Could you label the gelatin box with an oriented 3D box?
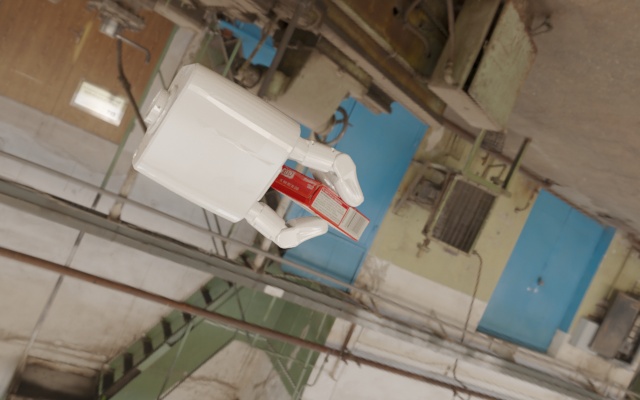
[{"bbox_3d":[0.000,0.002,0.509,0.089,0.030,0.073,36,-5,-41],"label":"gelatin box"}]
